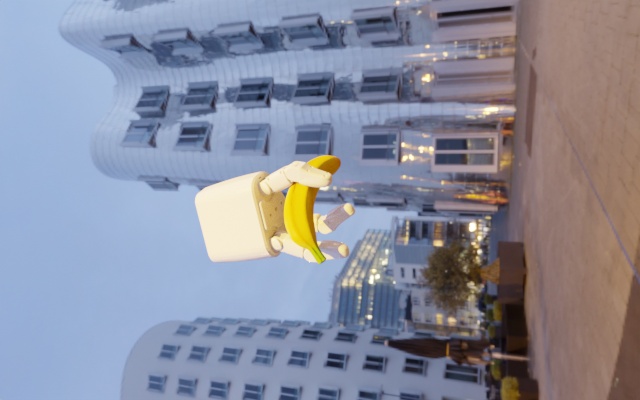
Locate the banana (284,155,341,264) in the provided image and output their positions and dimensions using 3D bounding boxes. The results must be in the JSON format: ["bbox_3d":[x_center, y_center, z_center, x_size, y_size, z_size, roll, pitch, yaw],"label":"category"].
[{"bbox_3d":[-0.012,-0.007,0.645,0.037,0.197,0.070,-25,-55,33],"label":"banana"}]
